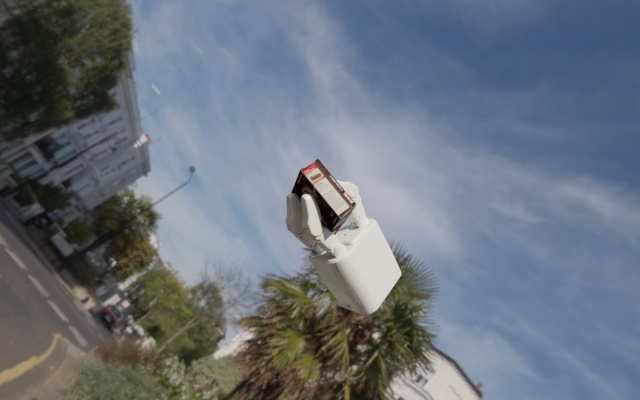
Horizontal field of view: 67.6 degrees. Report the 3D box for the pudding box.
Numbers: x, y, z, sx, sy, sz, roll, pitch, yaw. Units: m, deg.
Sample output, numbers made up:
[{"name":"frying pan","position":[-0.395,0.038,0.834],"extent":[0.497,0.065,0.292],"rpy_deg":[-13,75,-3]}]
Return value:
[{"name":"pudding box","position":[0.000,0.002,0.705],"extent":[0.039,0.090,0.113],"rpy_deg":[-36,-10,-25]}]
